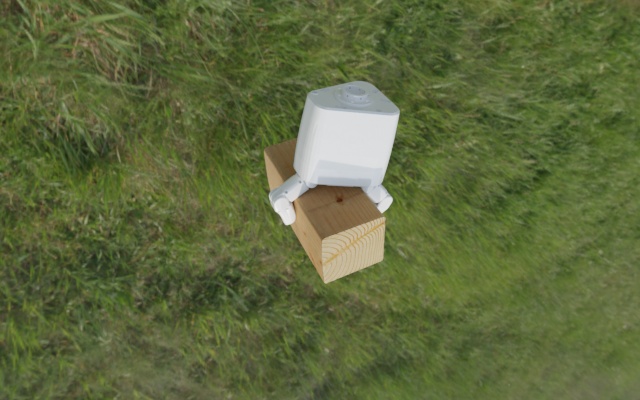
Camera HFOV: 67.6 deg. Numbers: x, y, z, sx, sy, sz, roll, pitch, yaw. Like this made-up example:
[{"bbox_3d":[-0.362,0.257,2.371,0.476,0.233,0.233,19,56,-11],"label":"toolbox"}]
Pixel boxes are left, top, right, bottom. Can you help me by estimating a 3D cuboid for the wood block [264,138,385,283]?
[{"bbox_3d":[0.000,0.002,0.680,0.091,0.090,0.206,-19,45,-16],"label":"wood block"}]
